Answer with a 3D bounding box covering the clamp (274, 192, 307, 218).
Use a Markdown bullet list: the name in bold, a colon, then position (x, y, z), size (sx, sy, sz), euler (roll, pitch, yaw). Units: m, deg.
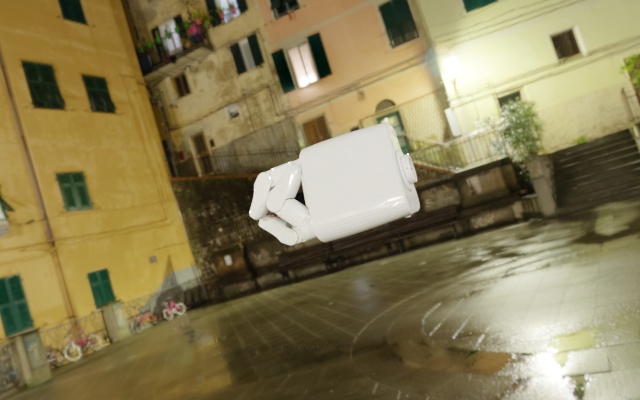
- **clamp**: position (0.000, 0.002, 0.639), size (0.120, 0.039, 0.171), euler (-18, -4, 19)
